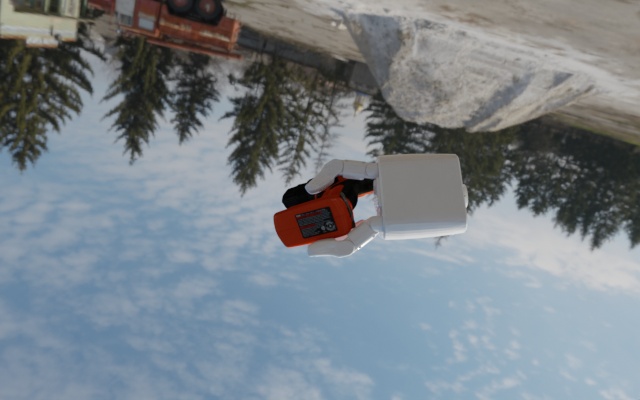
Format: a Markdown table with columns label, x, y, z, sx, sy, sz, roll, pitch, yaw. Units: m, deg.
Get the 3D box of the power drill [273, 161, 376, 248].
| label | x | y | z | sx | sy | sz | roll | pitch | yaw |
| --- | --- | --- | --- | --- | --- | --- | --- | --- | --- |
| power drill | 0.000 | 0.002 | 0.703 | 0.184 | 0.057 | 0.187 | -17 | 15 | 23 |
